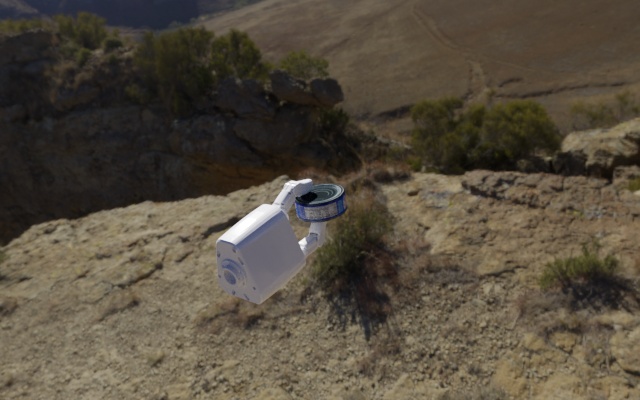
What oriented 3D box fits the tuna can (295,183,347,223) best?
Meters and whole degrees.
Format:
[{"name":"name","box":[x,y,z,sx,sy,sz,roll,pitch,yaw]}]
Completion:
[{"name":"tuna can","box":[0.000,0.002,0.791,0.086,0.034,0.086,-8,23,4]}]
